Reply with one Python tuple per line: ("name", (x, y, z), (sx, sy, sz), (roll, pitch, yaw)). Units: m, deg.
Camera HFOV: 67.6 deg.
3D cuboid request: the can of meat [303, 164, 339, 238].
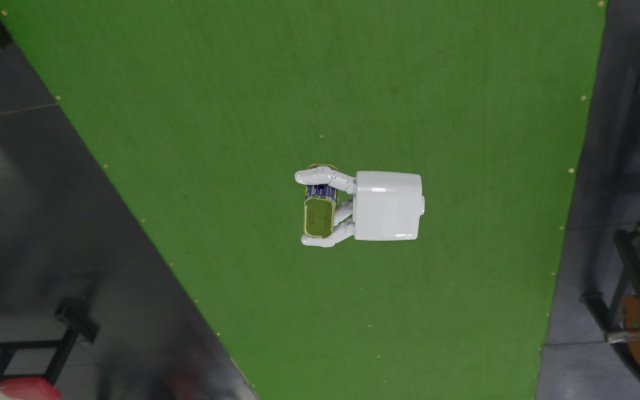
("can of meat", (0.000, 0.003, 0.822), (0.057, 0.102, 0.083), (4, 44, 1))
